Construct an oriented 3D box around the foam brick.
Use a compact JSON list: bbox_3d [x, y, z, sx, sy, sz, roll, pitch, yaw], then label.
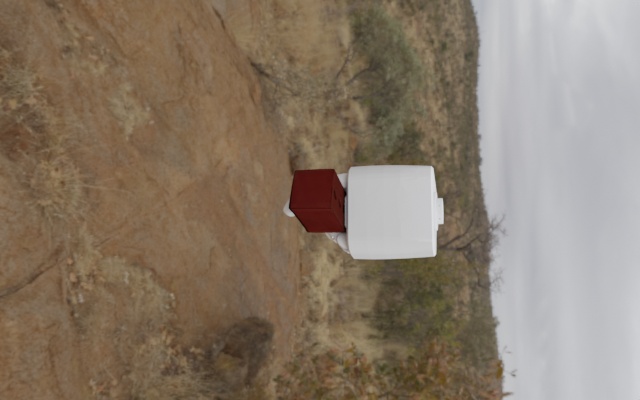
[{"bbox_3d":[0.000,0.002,0.583,0.051,0.053,0.078,-1,-25,17],"label":"foam brick"}]
